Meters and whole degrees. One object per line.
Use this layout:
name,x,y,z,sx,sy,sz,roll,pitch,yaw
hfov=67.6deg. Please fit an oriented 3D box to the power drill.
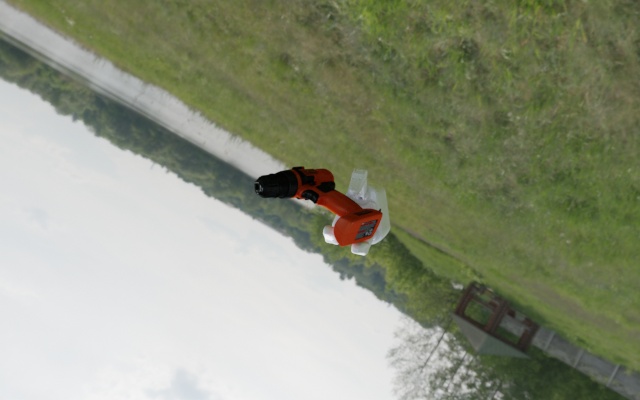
power drill,0.001,0.003,0.830,0.184,0.057,0.187,-11,41,-47
